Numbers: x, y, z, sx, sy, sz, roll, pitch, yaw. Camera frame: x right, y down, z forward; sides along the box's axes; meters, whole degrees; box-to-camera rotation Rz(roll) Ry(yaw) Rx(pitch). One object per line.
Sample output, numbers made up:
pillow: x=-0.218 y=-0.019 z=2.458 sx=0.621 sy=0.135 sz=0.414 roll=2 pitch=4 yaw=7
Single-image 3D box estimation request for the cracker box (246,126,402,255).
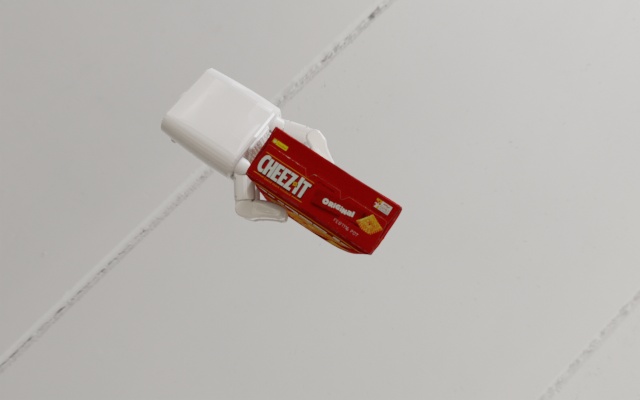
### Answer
cracker box: x=0.000 y=0.002 z=0.608 sx=0.164 sy=0.072 sz=0.214 roll=33 pitch=-5 yaw=2
